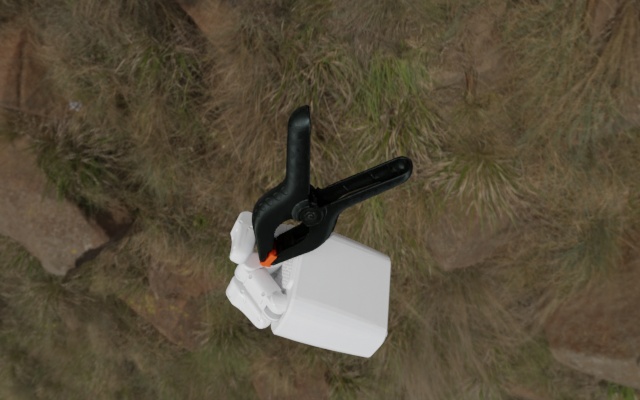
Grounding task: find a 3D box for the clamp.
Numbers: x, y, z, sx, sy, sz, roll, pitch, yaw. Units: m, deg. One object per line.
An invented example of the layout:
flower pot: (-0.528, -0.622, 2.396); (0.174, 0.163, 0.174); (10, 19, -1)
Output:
clamp: (0.000, 0.002, 0.432); (0.120, 0.171, 0.039); (19, 39, -17)
